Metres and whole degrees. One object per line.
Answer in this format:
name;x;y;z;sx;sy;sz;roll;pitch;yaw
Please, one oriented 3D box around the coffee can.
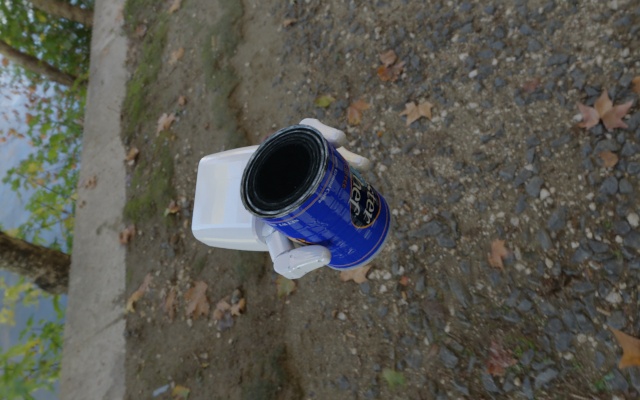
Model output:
coffee can;0.000;0.002;0.501;0.103;0.102;0.140;0;-27;36
